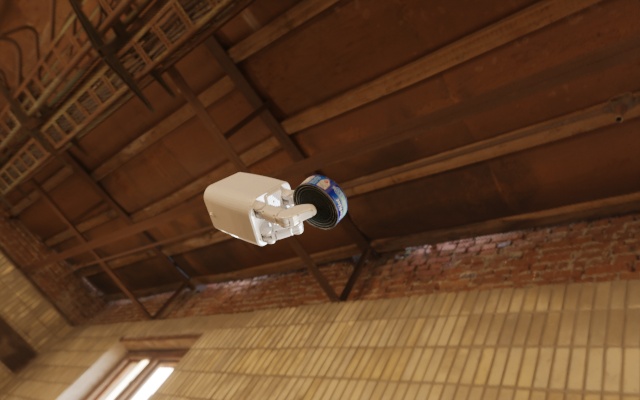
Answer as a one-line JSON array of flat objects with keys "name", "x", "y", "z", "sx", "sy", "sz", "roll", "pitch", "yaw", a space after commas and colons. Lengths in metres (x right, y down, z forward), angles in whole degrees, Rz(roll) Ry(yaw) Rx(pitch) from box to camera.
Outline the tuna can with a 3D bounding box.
[{"name": "tuna can", "x": 0.000, "y": 0.002, "z": 0.759, "sx": 0.086, "sy": 0.086, "sz": 0.033, "roll": 0, "pitch": 33, "yaw": 41}]
